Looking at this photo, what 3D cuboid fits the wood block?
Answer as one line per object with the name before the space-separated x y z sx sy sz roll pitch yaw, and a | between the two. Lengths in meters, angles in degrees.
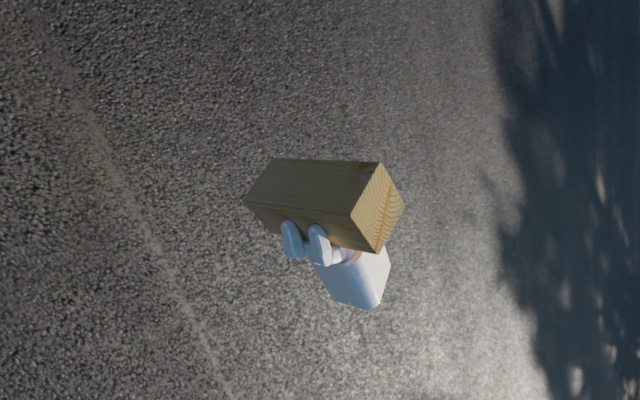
wood block | 0.001 0.002 0.684 0.206 0.090 0.090 7 -36 42
